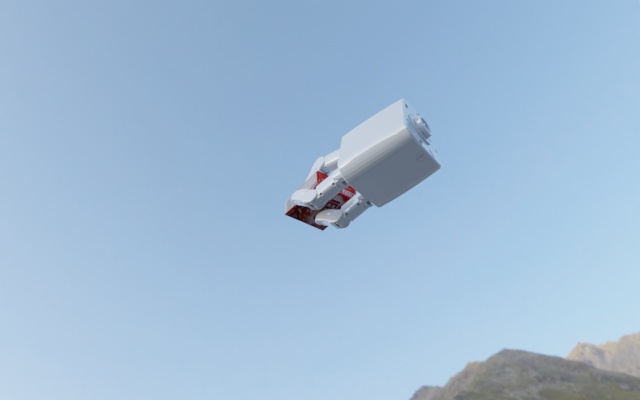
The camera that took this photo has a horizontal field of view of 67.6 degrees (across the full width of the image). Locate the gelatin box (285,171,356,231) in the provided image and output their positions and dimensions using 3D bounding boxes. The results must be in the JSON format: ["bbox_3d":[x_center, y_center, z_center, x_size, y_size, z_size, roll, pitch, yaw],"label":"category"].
[{"bbox_3d":[0.000,0.002,0.715,0.073,0.030,0.089,24,-47,-28],"label":"gelatin box"}]
